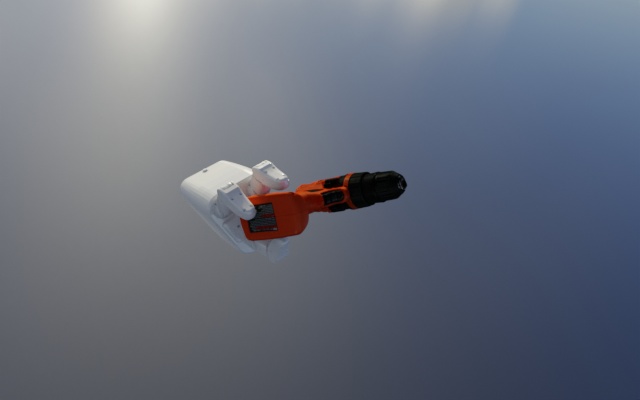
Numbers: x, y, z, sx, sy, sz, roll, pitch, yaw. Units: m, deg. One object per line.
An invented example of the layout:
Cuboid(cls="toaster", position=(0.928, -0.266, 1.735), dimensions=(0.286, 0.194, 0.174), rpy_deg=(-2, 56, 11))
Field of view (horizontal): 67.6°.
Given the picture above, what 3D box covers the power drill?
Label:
Cuboid(cls="power drill", position=(0.000, 0.002, 0.637), dimensions=(0.184, 0.057, 0.187), rpy_deg=(-11, 3, 38))
